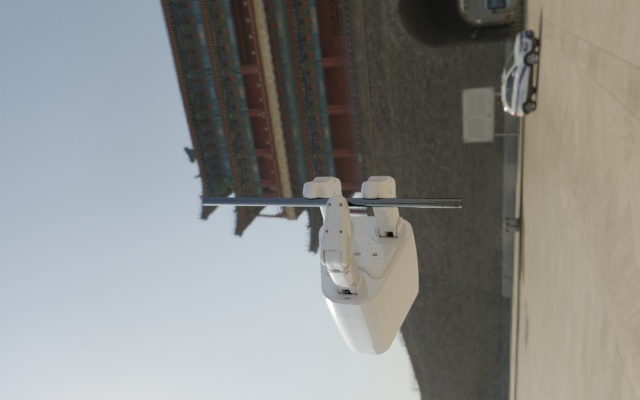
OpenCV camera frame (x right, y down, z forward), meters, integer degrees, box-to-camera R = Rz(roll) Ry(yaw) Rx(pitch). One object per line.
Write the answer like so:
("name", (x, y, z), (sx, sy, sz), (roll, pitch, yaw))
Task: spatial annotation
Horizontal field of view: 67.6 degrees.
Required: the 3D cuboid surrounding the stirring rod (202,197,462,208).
("stirring rod", (0.000, 0.001, 0.423), (0.239, 0.011, 0.011), (0, 0, 20))
